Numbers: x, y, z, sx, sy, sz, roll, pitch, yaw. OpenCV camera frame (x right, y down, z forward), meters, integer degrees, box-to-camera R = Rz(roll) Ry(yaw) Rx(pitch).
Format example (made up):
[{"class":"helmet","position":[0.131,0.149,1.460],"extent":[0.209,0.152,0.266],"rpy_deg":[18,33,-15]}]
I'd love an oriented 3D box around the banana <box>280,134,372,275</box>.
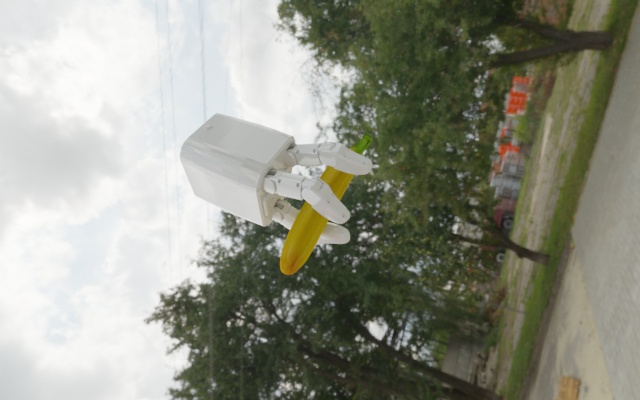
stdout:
[{"class":"banana","position":[-0.001,0.006,0.569],"extent":[0.037,0.197,0.070],"rpy_deg":[28,-22,3]}]
